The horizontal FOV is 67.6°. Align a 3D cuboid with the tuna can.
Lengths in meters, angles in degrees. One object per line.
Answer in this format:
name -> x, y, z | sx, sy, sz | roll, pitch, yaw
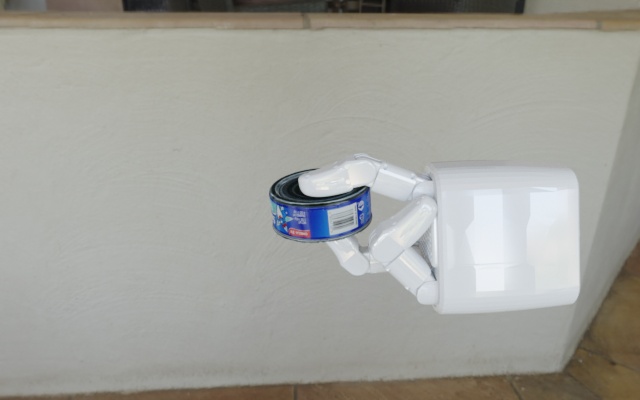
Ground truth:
tuna can -> 0.000, 0.001, 0.403 | 0.086, 0.034, 0.086 | -5, 23, 2
